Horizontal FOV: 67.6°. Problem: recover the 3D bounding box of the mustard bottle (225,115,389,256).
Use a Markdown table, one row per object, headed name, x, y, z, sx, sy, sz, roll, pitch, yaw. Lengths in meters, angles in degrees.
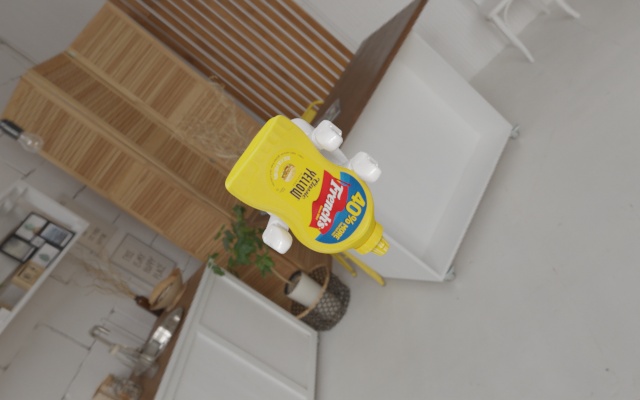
| name | x | y | z | sx | sy | sz | roll | pitch | yaw |
| --- | --- | --- | --- | --- | --- | --- | --- | --- | --- |
| mustard bottle | 0.000 | 0.002 | 0.519 | 0.192 | 0.096 | 0.058 | 37 | -11 | -18 |
